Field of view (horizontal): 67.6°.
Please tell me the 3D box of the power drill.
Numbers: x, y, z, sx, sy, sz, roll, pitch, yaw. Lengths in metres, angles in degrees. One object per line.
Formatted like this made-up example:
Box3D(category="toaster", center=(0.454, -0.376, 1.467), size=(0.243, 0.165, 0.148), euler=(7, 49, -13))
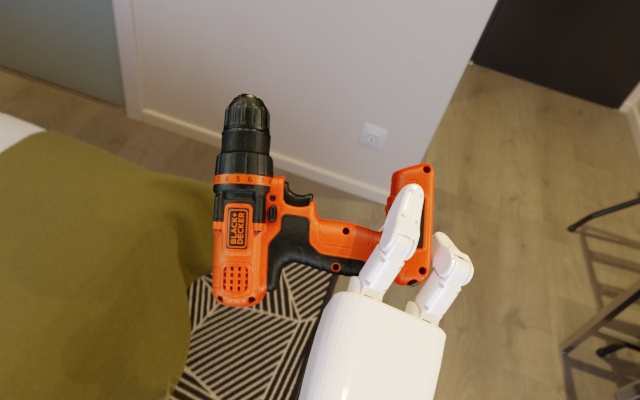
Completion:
Box3D(category="power drill", center=(0.001, 0.002, 0.415), size=(0.187, 0.184, 0.057), euler=(2, -3, 2))
